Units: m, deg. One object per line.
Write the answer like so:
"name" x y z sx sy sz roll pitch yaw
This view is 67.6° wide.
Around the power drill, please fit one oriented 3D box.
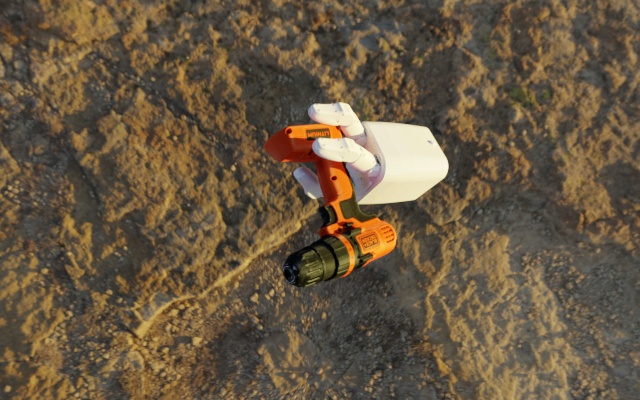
"power drill" 0.000 0.001 0.584 0.057 0.187 0.184 -28 -10 41
